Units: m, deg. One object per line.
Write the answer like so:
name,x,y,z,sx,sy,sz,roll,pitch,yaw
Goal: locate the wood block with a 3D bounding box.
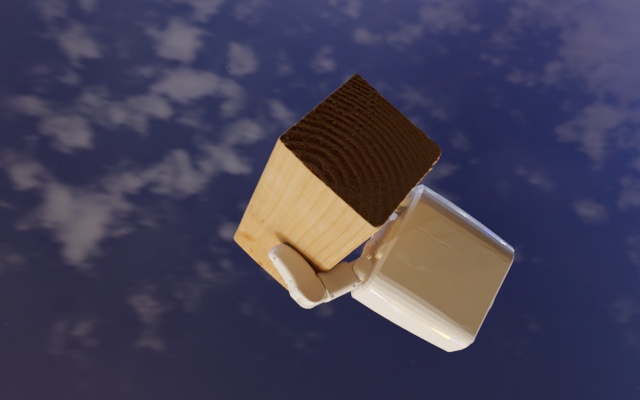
wood block,0.000,0.002,0.416,0.090,0.090,0.206,-46,-3,-29
